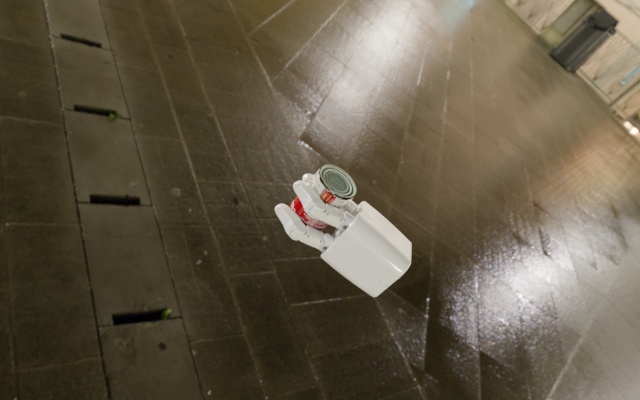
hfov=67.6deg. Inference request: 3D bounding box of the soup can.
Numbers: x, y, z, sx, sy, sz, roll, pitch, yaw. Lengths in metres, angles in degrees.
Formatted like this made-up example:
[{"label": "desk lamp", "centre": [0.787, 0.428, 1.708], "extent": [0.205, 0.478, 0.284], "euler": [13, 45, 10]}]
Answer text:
[{"label": "soup can", "centre": [0.000, 0.002, 0.731], "extent": [0.068, 0.068, 0.102], "euler": [0, -38, -42]}]
